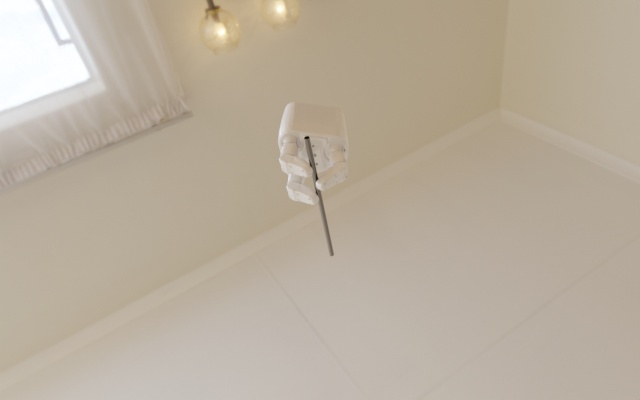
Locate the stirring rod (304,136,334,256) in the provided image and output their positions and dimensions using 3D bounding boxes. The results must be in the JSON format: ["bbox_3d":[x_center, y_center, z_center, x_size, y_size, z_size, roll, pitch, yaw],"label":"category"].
[{"bbox_3d":[0.000,0.002,0.749,0.011,0.240,0.011,-7,40,6],"label":"stirring rod"}]
